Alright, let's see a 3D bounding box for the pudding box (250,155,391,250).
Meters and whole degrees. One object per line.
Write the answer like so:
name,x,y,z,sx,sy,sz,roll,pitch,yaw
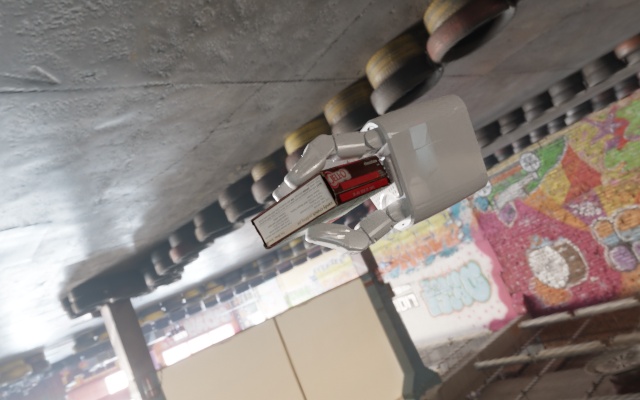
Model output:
pudding box,0.000,0.002,0.467,0.090,0.039,0.113,-19,-13,-49
